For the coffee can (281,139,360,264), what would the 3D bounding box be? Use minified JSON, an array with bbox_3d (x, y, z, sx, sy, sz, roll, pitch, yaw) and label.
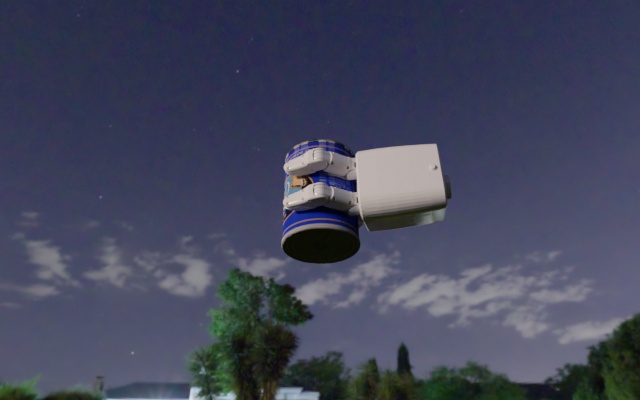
[{"bbox_3d":[0.000,0.002,0.657,0.103,0.140,0.103,0,-32,0],"label":"coffee can"}]
